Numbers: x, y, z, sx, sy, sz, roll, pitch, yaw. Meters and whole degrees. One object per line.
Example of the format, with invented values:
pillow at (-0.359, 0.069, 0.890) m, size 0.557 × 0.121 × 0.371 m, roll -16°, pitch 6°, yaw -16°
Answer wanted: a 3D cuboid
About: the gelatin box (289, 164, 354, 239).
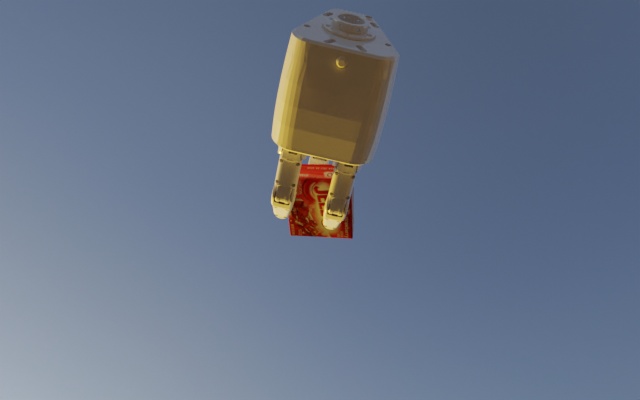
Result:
gelatin box at (0.000, 0.002, 0.531) m, size 0.073 × 0.089 × 0.030 m, roll 2°, pitch 41°, yaw 7°
